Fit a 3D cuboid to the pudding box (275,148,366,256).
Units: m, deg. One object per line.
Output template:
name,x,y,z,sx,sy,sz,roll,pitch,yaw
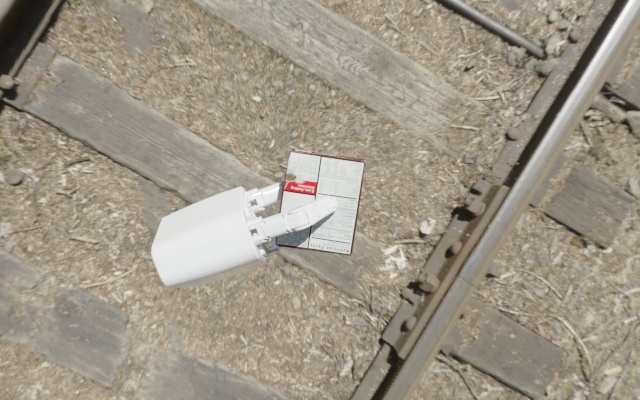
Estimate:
pudding box,0.000,0.002,0.547,0.090,0.113,0.039,9,7,-1
